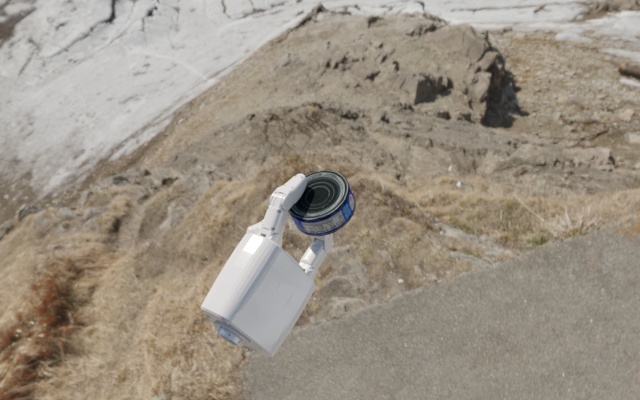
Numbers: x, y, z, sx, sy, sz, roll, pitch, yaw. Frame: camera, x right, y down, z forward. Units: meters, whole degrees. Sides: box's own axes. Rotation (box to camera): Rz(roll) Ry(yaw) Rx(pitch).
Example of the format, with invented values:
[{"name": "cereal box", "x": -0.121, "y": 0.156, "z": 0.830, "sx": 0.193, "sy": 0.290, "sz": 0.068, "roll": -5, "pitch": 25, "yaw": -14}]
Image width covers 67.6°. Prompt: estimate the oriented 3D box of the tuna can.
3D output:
[{"name": "tuna can", "x": 0.000, "y": 0.002, "z": 0.614, "sx": 0.086, "sy": 0.086, "sz": 0.034, "roll": 0, "pitch": -40, "yaw": 23}]
